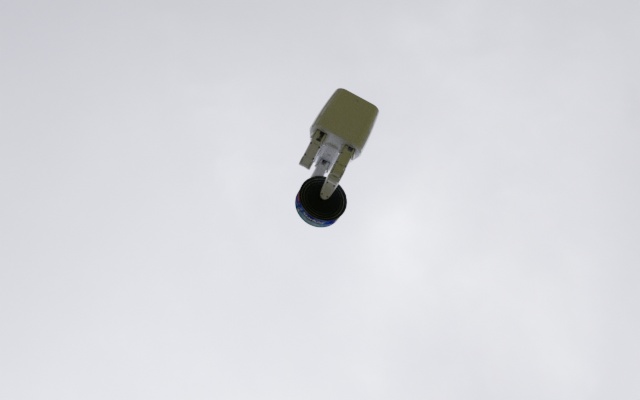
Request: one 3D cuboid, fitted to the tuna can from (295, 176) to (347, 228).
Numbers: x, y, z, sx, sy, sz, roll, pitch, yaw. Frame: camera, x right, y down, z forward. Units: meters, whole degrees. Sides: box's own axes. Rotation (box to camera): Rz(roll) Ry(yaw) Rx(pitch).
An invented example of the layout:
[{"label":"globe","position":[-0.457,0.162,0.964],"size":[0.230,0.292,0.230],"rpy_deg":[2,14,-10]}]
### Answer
[{"label":"tuna can","position":[0.000,0.003,0.816],"size":[0.086,0.086,0.034],"rpy_deg":[0,-27,-20]}]
